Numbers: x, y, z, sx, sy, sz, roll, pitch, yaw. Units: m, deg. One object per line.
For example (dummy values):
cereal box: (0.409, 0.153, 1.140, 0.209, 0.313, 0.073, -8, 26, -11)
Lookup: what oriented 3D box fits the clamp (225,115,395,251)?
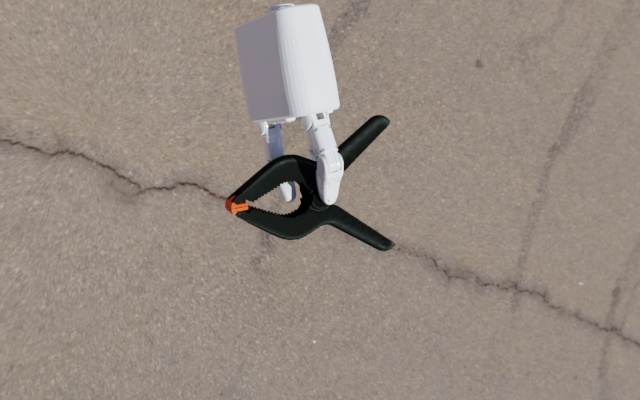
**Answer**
clamp: (0.000, 0.002, 0.543, 0.210, 0.164, 0.036, -16, 13, -23)
